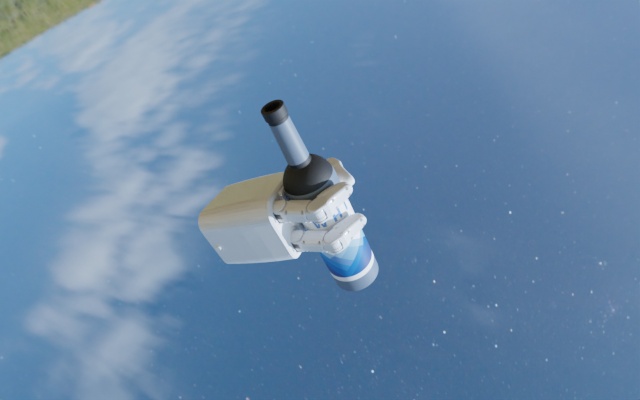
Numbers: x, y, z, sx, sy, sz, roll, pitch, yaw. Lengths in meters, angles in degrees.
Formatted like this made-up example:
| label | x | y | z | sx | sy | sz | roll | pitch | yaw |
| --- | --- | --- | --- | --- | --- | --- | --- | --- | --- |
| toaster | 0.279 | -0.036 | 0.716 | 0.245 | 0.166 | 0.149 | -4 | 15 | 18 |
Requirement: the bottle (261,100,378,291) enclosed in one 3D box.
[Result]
| label | x | y | z | sx | sy | sz | roll | pitch | yaw |
| --- | --- | --- | --- | --- | --- | --- | --- | --- | --- |
| bottle | 0.000 | 0.002 | 0.606 | 0.069 | 0.296 | 0.069 | -16 | 39 | 14 |
